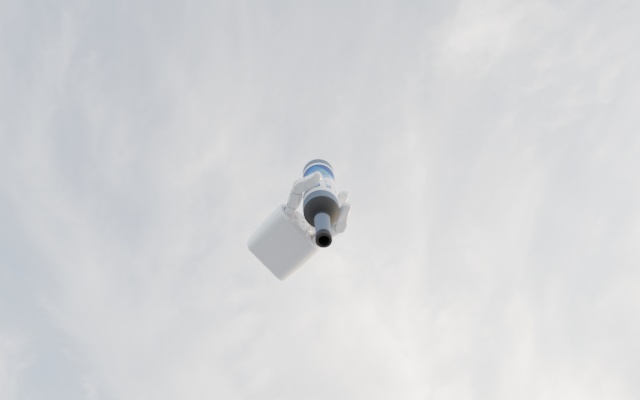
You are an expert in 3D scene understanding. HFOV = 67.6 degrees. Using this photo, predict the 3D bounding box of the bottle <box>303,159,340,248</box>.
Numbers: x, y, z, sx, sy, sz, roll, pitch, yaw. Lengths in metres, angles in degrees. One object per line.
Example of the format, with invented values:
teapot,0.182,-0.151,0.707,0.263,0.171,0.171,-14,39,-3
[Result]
bottle,0.000,0.003,0.897,0.069,0.069,0.295,0,25,-2
